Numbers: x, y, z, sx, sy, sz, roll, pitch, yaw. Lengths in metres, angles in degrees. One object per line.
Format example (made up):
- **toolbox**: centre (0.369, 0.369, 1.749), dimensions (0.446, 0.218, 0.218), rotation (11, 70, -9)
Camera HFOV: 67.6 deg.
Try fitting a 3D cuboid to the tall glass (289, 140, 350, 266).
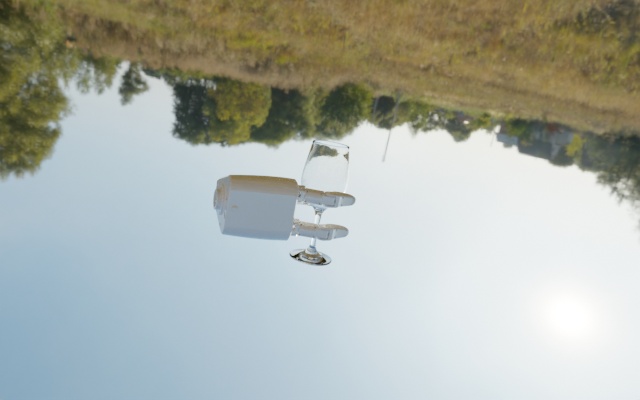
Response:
- **tall glass**: centre (0.000, 0.003, 0.800), dimensions (0.079, 0.201, 0.079), rotation (10, 12, -2)
